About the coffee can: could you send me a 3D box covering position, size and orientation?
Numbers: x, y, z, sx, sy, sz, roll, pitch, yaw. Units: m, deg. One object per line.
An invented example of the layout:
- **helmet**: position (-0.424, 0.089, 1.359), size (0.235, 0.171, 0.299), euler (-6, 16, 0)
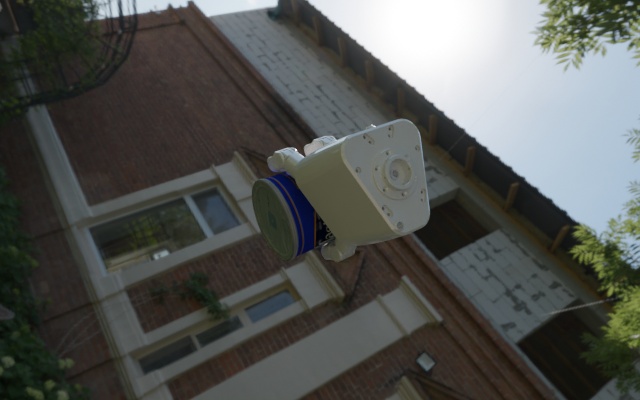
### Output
- **coffee can**: position (0.000, 0.002, 0.595), size (0.140, 0.103, 0.103), euler (-21, 10, -26)
